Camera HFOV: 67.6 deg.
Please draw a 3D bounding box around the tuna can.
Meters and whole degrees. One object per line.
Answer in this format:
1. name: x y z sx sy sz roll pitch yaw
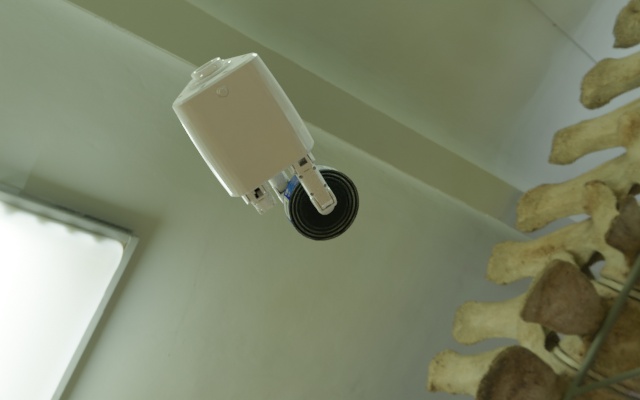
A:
1. tuna can: 0.000 0.002 0.564 0.086 0.086 0.033 0 16 -19
